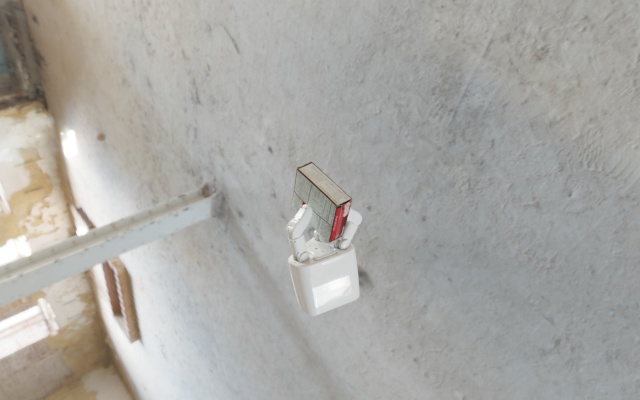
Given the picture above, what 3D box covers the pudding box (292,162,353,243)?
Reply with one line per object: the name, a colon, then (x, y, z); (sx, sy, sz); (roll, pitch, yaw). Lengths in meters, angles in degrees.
pudding box: (0.000, 0.003, 0.816); (0.039, 0.090, 0.113); (-25, 54, -34)
